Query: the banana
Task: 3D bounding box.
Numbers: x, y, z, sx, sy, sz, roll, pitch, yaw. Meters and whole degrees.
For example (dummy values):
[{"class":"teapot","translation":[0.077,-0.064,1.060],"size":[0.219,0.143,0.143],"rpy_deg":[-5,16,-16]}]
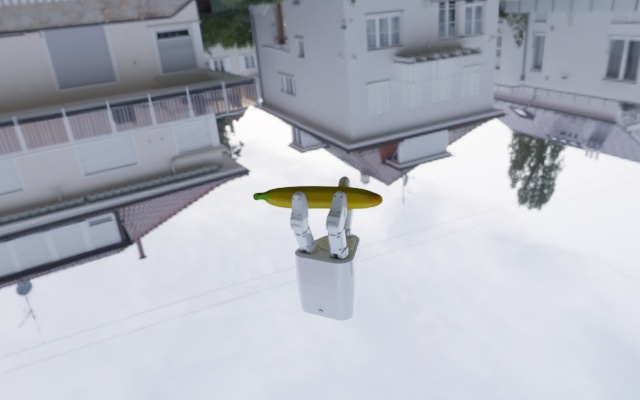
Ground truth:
[{"class":"banana","translation":[-0.002,-0.002,0.753],"size":[0.198,0.037,0.069],"rpy_deg":[0,14,4]}]
